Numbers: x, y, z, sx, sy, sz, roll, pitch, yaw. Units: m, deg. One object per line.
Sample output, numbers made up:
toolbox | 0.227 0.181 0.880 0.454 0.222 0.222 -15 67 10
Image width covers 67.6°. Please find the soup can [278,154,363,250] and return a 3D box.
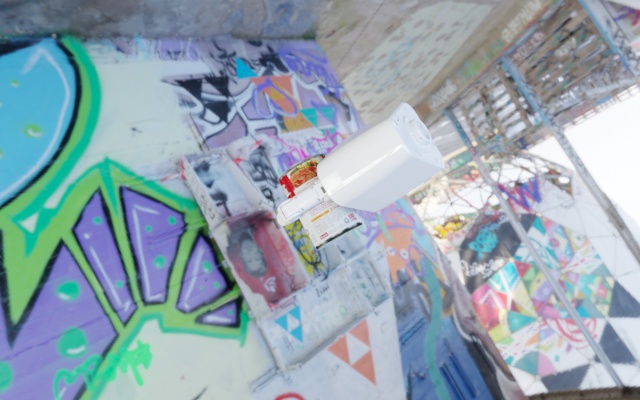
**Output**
soup can | 0.000 0.002 0.599 0.068 0.102 0.068 -29 -8 -4
